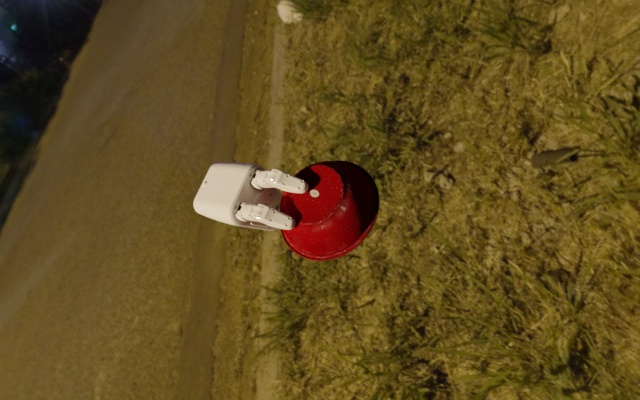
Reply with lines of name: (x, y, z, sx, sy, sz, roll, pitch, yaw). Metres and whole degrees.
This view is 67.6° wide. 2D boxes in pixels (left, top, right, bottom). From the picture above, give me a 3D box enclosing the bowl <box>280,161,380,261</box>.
bowl: (0.001, 0.002, 0.687, 0.162, 0.162, 0.055, 0, -24, 26)
